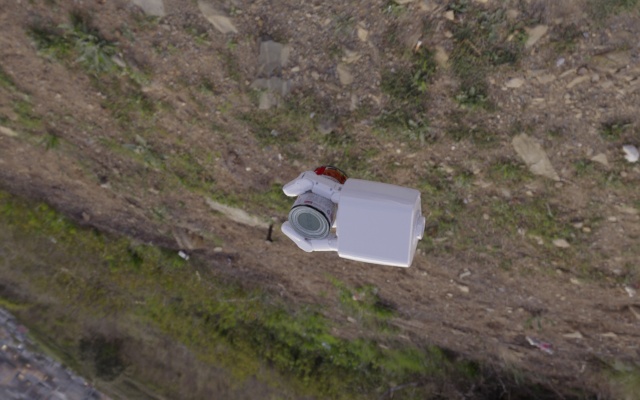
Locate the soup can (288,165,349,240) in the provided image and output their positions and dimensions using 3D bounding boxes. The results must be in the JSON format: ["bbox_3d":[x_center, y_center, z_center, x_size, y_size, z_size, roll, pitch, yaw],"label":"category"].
[{"bbox_3d":[0.000,0.002,0.729,0.068,0.068,0.102,0,38,26],"label":"soup can"}]
